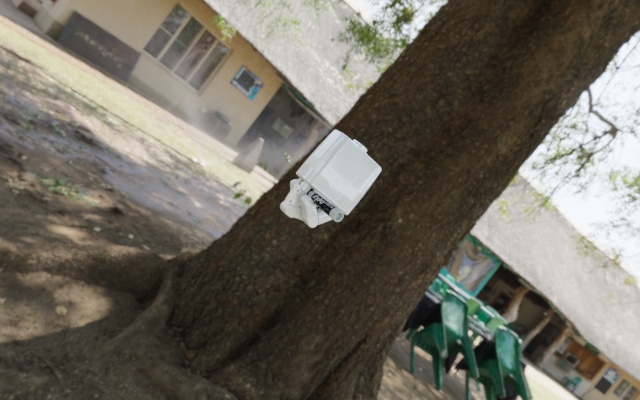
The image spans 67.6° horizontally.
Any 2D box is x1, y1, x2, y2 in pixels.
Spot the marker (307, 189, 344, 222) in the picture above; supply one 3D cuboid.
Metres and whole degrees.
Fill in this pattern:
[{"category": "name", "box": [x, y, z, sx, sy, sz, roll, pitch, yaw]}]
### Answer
[{"category": "marker", "box": [0.000, 0.003, 0.808, 0.020, 0.020, 0.121, 0, 23, -32]}]
